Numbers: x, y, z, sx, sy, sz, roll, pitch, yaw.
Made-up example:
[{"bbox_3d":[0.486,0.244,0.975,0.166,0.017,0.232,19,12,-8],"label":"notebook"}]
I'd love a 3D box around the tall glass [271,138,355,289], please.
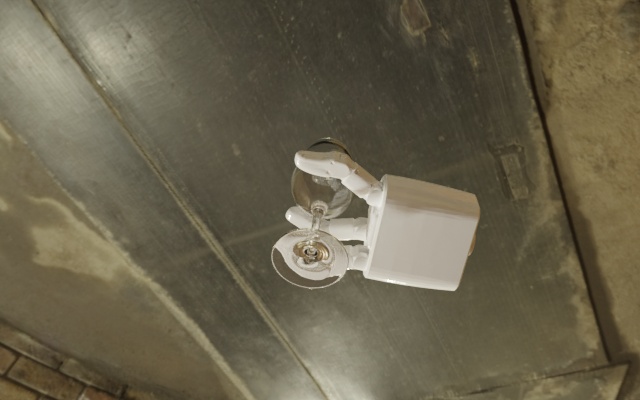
[{"bbox_3d":[0.000,0.002,0.534,0.079,0.079,0.201,0,34,7],"label":"tall glass"}]
